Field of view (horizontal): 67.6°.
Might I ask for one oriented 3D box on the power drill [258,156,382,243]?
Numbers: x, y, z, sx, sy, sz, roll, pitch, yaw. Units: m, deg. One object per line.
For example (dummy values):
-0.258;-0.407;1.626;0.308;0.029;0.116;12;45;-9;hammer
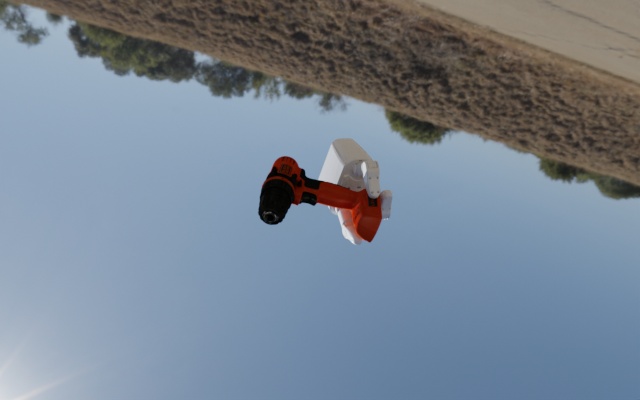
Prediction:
0.001;0.002;0.744;0.187;0.057;0.184;20;29;-6;power drill
